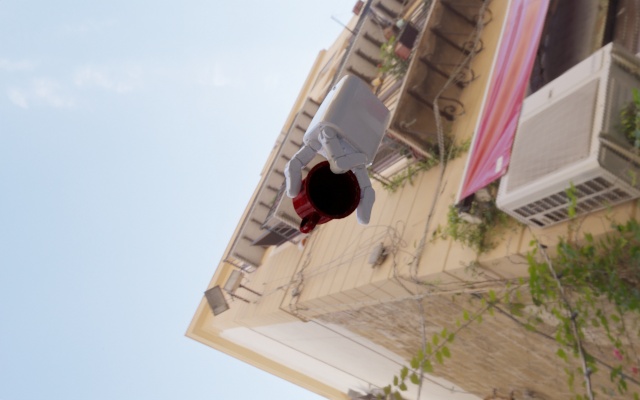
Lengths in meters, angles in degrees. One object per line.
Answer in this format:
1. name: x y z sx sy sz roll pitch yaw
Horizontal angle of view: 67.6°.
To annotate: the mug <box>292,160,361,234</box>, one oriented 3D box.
1. mug: 0.000 0.004 0.756 0.093 0.117 0.081 31 -24 -13
